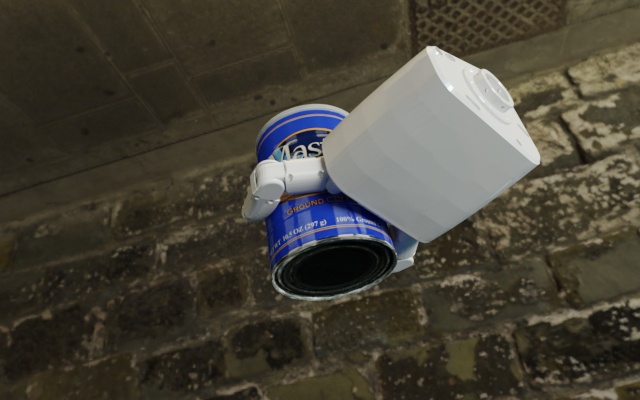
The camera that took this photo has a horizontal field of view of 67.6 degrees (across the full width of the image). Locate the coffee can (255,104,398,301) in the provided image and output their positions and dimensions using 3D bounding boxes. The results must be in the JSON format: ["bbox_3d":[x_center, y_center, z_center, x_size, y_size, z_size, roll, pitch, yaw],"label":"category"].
[{"bbox_3d":[0.000,0.001,0.418,0.103,0.140,0.103,-8,-35,-5],"label":"coffee can"}]
